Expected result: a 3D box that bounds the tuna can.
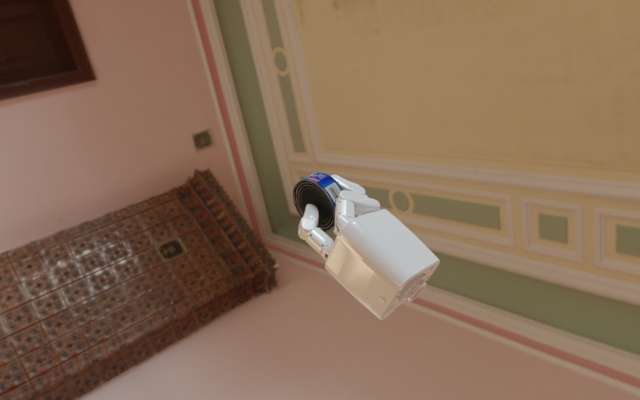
[{"bbox_3d":[0.000,0.002,0.716,0.033,0.086,0.086,-32,21,-37],"label":"tuna can"}]
